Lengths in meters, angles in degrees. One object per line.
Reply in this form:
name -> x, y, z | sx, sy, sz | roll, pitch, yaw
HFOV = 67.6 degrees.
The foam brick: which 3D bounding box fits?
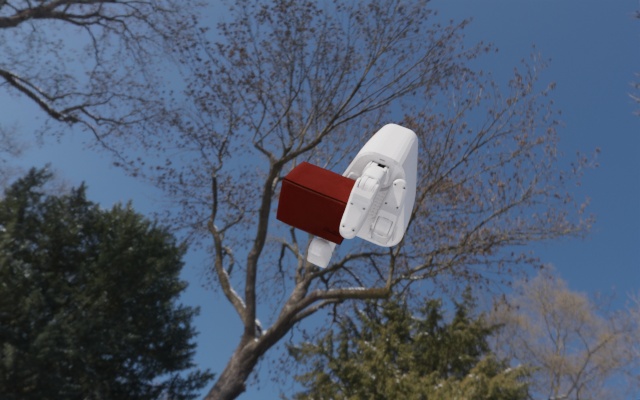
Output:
foam brick -> 0.000, 0.002, 0.507 | 0.078, 0.053, 0.051 | 22, 34, 10
